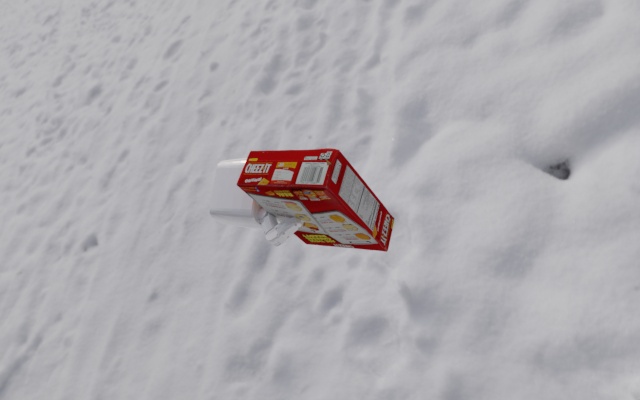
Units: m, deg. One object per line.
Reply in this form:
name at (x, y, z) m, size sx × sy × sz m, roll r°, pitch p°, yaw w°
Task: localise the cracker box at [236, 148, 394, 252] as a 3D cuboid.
cracker box at (0.000, 0.003, 0.750) m, size 0.164 × 0.072 × 0.214 m, roll 2°, pitch -27°, yaw 34°
